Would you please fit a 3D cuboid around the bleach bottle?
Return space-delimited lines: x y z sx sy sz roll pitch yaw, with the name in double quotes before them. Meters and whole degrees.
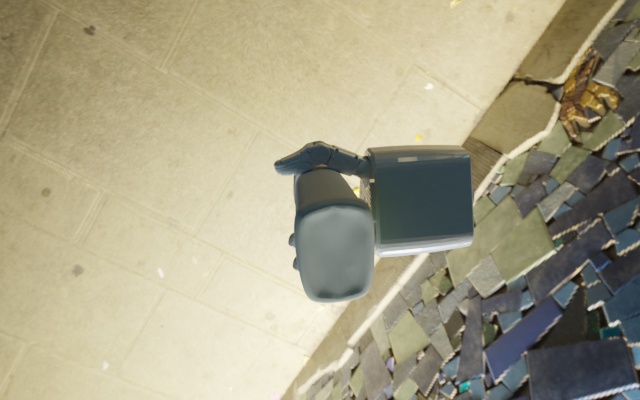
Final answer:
"bleach bottle" 0.000 0.002 0.515 0.068 0.103 0.250 -6 22 -4
